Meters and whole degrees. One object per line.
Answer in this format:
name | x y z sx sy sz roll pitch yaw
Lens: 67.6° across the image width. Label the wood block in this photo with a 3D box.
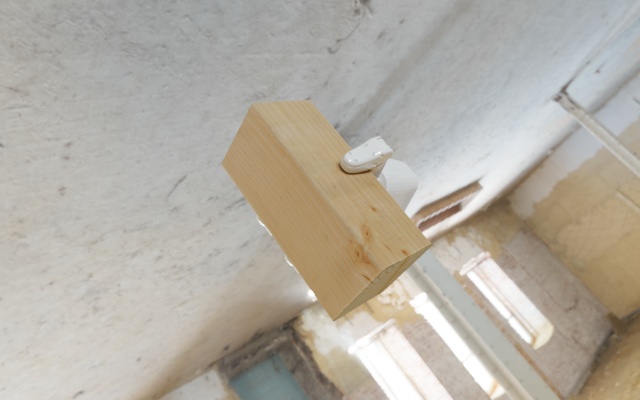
wood block | 0.001 0.001 0.487 0.090 0.206 0.091 -16 -29 -47
